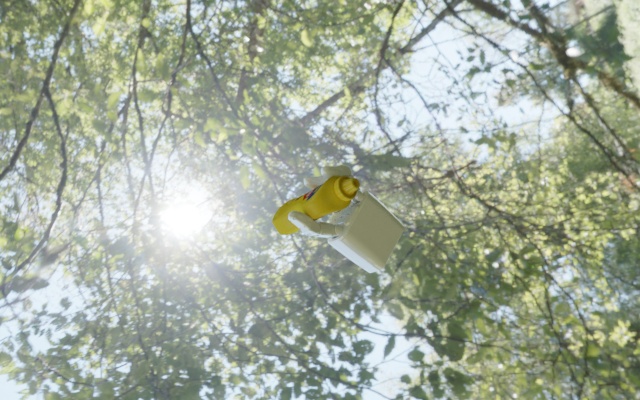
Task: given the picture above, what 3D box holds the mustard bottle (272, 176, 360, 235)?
[{"bbox_3d":[0.000,0.003,0.840,0.192,0.058,0.096,-27,6,47],"label":"mustard bottle"}]
